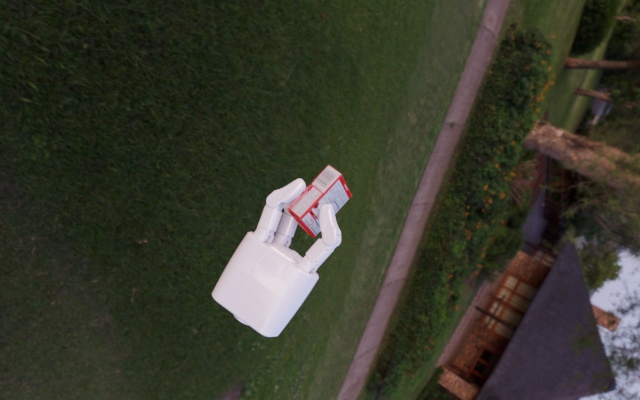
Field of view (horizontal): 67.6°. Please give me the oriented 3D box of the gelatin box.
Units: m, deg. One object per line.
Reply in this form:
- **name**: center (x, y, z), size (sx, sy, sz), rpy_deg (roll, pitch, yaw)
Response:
- **gelatin box**: center (0.001, 0.002, 0.688), size (0.030, 0.089, 0.073), rpy_deg (39, -8, 27)
